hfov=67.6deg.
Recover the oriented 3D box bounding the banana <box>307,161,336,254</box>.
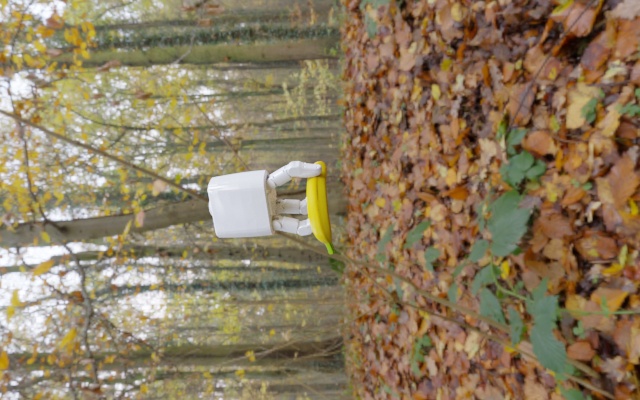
[{"bbox_3d":[-0.003,-0.004,0.851,0.037,0.197,0.070,-9,-33,7],"label":"banana"}]
